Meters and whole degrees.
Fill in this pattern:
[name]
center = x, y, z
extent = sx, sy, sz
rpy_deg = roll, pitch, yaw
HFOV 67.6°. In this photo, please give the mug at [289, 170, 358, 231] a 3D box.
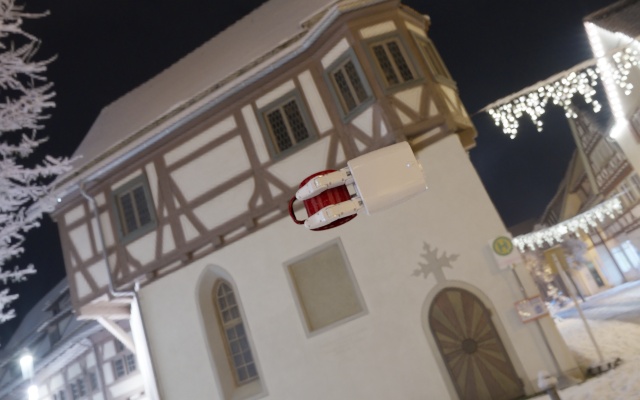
[mug]
center = -0.001, 0.003, 0.843
extent = 0.117, 0.081, 0.093
rpy_deg = -20, -19, 3
